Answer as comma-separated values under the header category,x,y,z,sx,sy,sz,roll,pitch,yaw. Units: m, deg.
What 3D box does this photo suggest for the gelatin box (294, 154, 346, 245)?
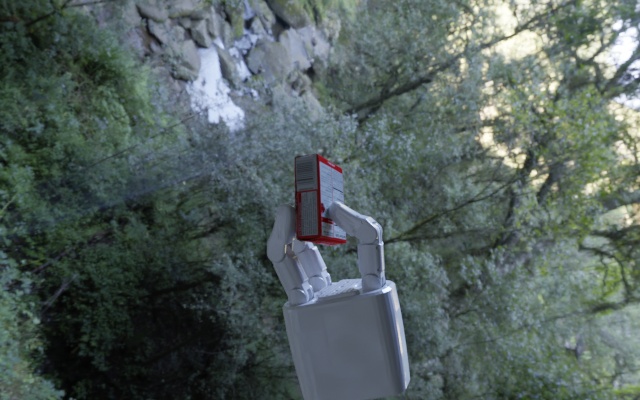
category,x,y,z,sx,sy,sz,roll,pitch,yaw
gelatin box,0.000,0.001,0.513,0.030,0.089,0.073,-6,-10,23
